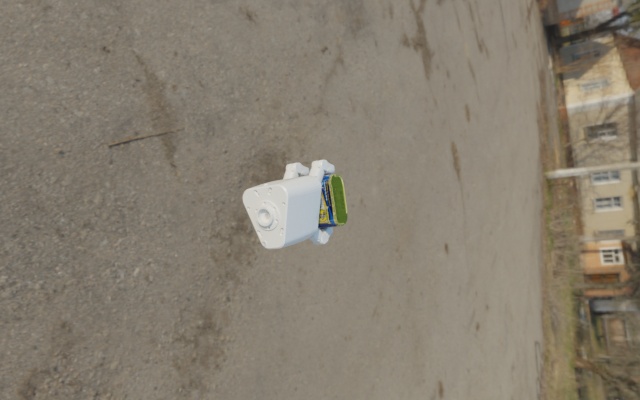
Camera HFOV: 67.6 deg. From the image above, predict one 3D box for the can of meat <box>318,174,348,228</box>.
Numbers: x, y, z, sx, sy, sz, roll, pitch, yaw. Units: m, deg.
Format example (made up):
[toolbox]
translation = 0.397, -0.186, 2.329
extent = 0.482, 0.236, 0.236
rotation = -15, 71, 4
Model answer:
[can of meat]
translation = 0.000, 0.003, 0.899
extent = 0.084, 0.102, 0.057
rotation = -7, 3, 30
